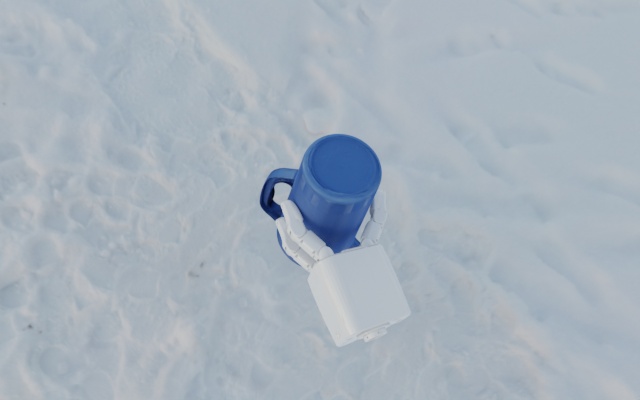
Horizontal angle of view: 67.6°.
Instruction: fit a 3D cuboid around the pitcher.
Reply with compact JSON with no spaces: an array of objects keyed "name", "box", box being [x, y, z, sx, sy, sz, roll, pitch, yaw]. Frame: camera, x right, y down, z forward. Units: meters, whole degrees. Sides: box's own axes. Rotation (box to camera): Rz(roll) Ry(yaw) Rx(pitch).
[{"name":"pitcher","box":[0.000,0.003,0.725,0.149,0.145,0.243,-14,-23,-17]}]
